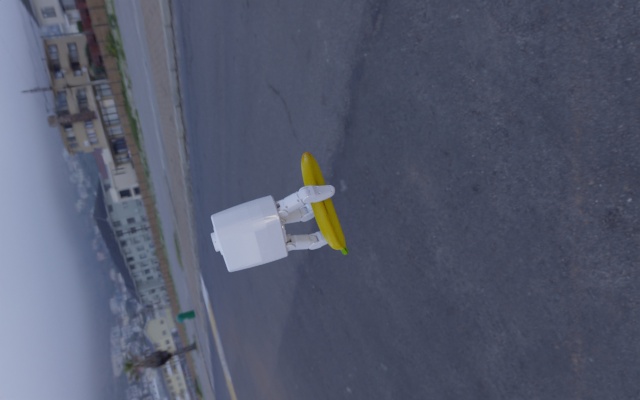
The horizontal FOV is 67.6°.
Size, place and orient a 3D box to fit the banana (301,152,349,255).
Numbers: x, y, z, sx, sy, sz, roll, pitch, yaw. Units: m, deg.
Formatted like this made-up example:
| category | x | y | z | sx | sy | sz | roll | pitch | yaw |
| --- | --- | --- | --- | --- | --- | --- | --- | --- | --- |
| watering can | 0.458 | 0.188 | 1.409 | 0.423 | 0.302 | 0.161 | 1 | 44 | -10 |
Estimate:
| category | x | y | z | sx | sy | sz | roll | pitch | yaw |
| --- | --- | --- | --- | --- | --- | --- | --- | --- | --- |
| banana | 0.001 | 0.004 | 0.830 | 0.037 | 0.198 | 0.069 | -19 | -6 | -1 |
